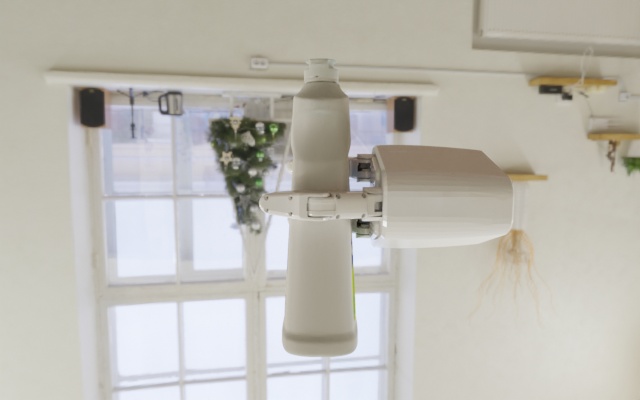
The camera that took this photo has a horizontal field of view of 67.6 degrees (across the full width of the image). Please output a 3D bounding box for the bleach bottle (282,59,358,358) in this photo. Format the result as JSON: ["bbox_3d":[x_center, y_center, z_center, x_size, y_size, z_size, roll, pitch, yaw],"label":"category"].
[{"bbox_3d":[0.000,0.001,0.430,0.068,0.251,0.102,0,6,0],"label":"bleach bottle"}]
